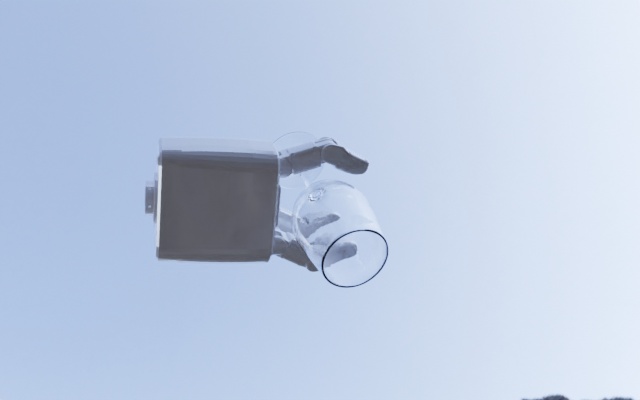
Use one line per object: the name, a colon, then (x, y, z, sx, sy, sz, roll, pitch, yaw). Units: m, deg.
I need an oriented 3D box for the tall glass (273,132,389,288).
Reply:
tall glass: (0.000, 0.001, 0.487, 0.079, 0.079, 0.201, 0, 29, -21)
